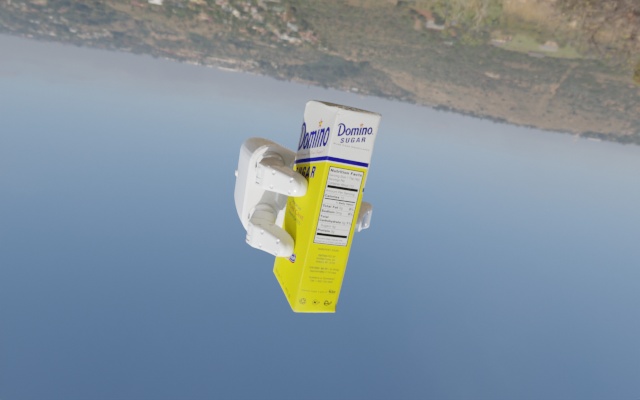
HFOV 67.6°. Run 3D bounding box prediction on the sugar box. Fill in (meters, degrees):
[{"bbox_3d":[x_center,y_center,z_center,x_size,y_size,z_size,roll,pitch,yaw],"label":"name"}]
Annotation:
[{"bbox_3d":[-0.001,0.001,0.431,0.048,0.176,0.093,5,13,-19],"label":"sugar box"}]
